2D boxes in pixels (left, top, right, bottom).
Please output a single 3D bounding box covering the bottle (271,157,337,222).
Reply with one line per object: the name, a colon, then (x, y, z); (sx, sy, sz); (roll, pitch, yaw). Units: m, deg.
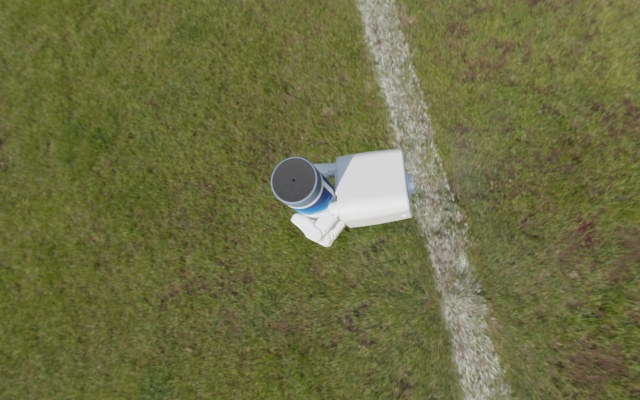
bottle: (0.000, 0.003, 0.785); (0.069, 0.069, 0.296); (0, -12, 15)
